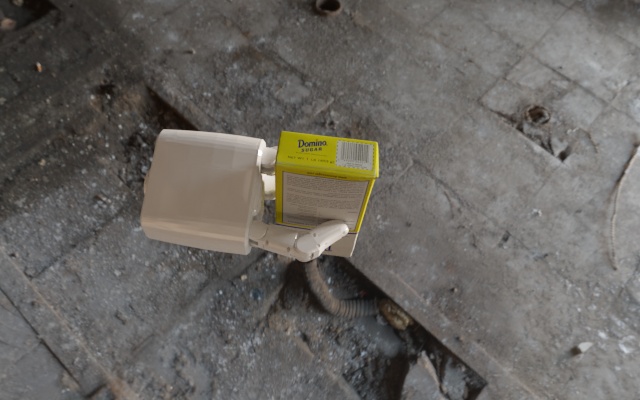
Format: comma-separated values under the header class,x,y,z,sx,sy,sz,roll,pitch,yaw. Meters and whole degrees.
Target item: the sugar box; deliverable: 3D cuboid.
class,x,y,z,sx,sy,sz,roll,pitch,yaw
sugar box,0.000,0.001,0.501,0.093,0.048,0.176,7,-28,-2
